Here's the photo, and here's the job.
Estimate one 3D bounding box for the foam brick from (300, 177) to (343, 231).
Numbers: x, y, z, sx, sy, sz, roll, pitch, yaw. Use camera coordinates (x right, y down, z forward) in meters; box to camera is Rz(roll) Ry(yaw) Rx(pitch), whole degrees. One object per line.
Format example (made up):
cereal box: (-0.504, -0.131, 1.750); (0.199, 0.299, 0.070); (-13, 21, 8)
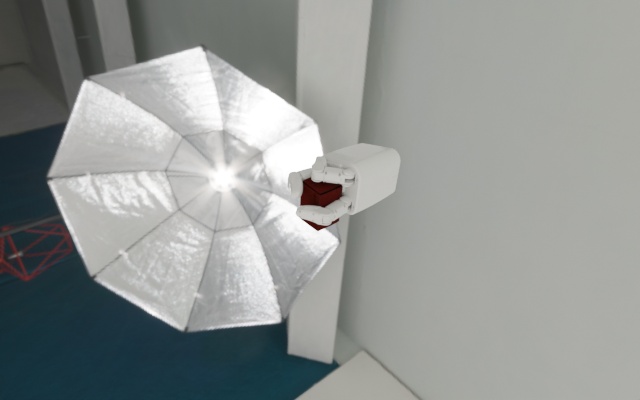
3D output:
foam brick: (0.000, 0.003, 0.816); (0.051, 0.078, 0.053); (-24, 44, -34)
